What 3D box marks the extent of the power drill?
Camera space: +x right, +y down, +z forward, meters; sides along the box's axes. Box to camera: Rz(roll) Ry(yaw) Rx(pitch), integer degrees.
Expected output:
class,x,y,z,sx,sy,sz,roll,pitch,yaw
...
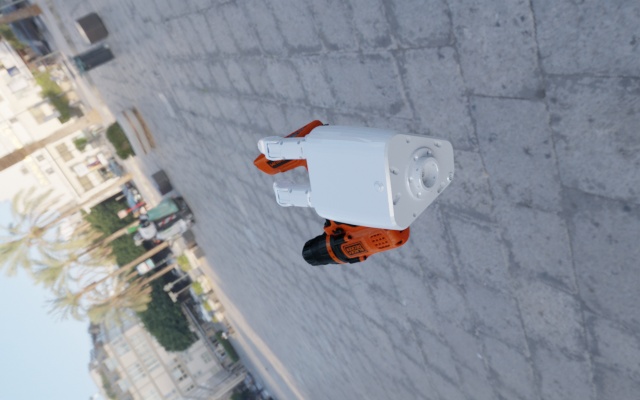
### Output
class,x,y,z,sx,sy,sz,roll,pitch,yaw
power drill,0.000,0.002,0.616,0.184,0.188,0.057,-23,21,45
